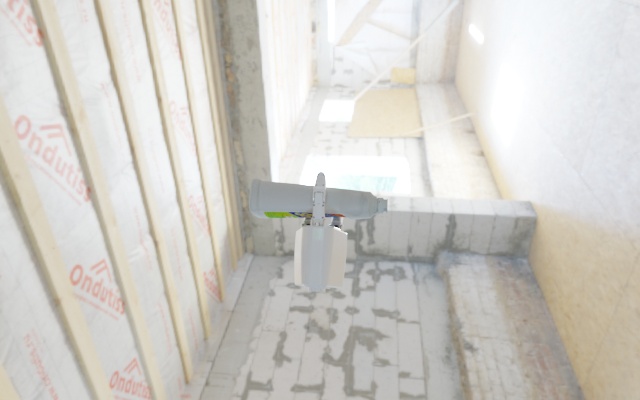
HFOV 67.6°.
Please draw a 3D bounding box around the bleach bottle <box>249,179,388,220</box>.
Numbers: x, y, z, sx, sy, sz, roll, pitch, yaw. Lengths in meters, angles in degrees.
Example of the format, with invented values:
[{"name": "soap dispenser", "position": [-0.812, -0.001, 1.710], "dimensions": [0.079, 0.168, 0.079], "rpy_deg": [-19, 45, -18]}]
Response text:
[{"name": "bleach bottle", "position": [0.000, 0.003, 0.899], "dimensions": [0.251, 0.068, 0.102], "rpy_deg": [2, -12, 6]}]
